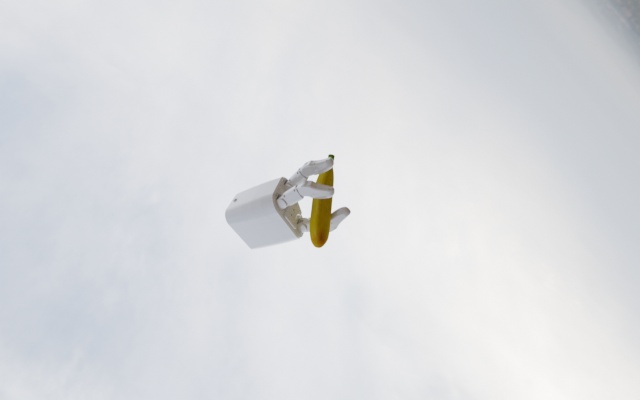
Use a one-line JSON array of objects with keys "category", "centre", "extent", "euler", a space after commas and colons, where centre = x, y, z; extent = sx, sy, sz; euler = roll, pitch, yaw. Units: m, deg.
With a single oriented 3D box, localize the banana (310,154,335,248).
[{"category": "banana", "centre": [0.001, 0.011, 0.838], "extent": [0.037, 0.197, 0.070], "euler": [3, -37, 5]}]
